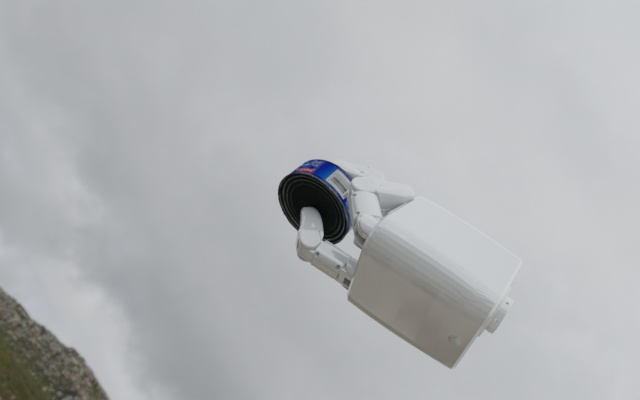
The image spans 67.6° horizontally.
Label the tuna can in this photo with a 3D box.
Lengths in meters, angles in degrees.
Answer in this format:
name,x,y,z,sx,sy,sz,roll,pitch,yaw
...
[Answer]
name,x,y,z,sx,sy,sz,roll,pitch,yaw
tuna can,0.000,0.001,0.487,0.086,0.086,0.033,0,31,42
